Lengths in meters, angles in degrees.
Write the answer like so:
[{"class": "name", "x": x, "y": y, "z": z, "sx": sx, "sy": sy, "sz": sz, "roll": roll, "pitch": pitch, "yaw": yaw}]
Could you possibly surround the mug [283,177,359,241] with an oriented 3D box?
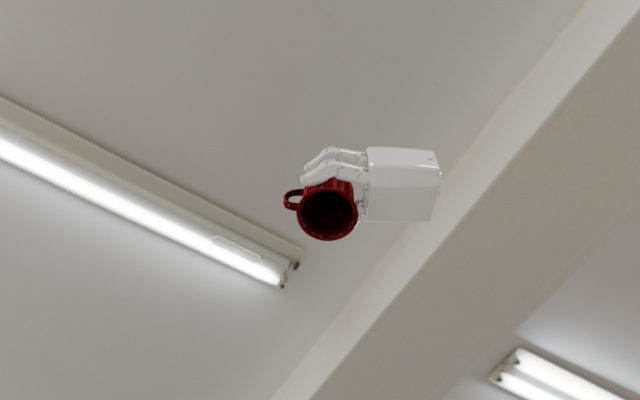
[{"class": "mug", "x": -0.001, "y": 0.002, "z": 0.749, "sx": 0.117, "sy": 0.093, "sz": 0.081, "roll": 3, "pitch": 28, "yaw": 1}]
